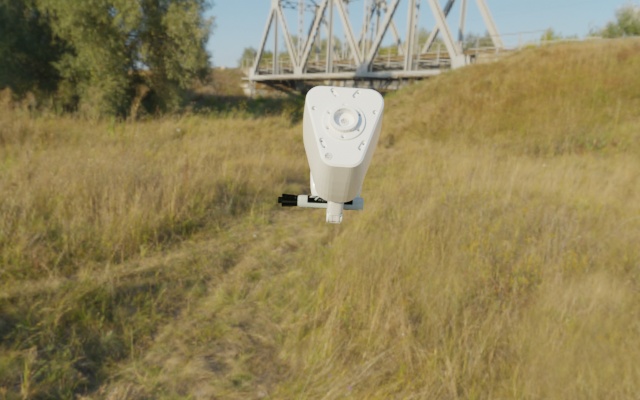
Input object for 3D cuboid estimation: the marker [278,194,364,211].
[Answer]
[{"bbox_3d":[0.000,0.002,0.678,0.121,0.020,0.020,3,0,0],"label":"marker"}]
